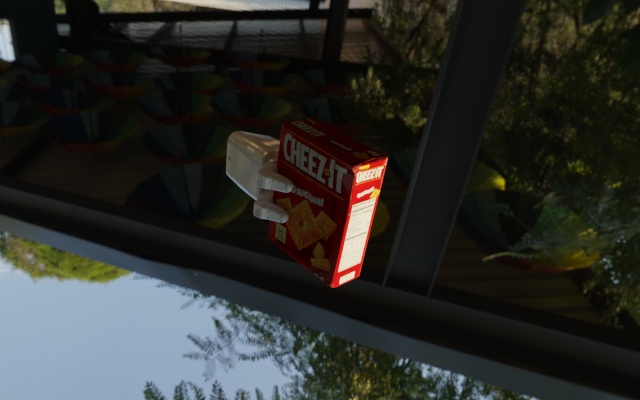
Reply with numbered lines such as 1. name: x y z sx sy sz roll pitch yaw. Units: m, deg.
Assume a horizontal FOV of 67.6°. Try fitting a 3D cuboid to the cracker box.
1. cracker box: 0.000 0.003 0.738 0.072 0.214 0.164 -19 40 -40
